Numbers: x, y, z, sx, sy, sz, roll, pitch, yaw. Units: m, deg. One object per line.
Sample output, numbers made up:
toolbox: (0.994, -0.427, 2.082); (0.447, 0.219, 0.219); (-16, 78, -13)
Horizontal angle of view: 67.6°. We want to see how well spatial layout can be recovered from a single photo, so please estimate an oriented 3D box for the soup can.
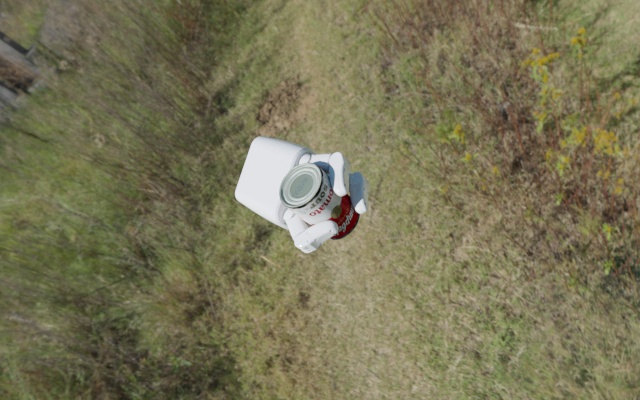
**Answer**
soup can: (0.000, 0.002, 0.639); (0.068, 0.068, 0.102); (0, -27, 35)
